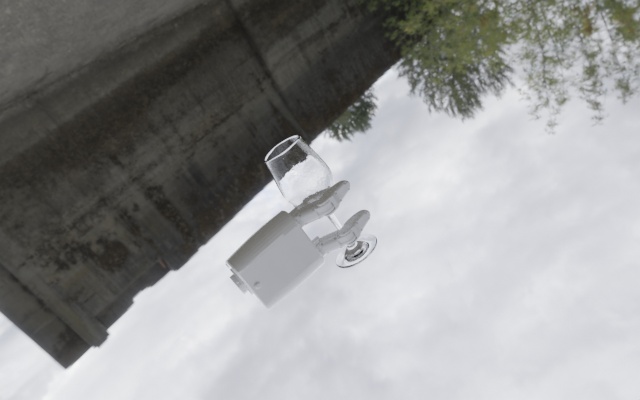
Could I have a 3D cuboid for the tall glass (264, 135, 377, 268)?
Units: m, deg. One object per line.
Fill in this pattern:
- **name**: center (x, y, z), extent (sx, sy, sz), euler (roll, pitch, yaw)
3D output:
- **tall glass**: center (0.001, 0.003, 0.698), extent (0.079, 0.201, 0.079), euler (-31, 20, 13)
